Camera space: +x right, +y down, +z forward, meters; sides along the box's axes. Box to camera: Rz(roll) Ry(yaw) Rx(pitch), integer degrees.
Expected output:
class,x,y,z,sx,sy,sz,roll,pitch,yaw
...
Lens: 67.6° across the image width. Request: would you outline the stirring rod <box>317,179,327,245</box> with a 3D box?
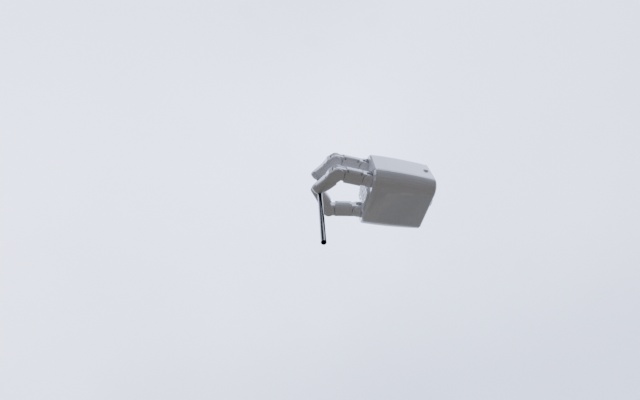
class,x,y,z,sx,sy,sz,roll,pitch,yaw
stirring rod,0.000,0.003,0.750,0.011,0.011,0.239,0,27,-2
